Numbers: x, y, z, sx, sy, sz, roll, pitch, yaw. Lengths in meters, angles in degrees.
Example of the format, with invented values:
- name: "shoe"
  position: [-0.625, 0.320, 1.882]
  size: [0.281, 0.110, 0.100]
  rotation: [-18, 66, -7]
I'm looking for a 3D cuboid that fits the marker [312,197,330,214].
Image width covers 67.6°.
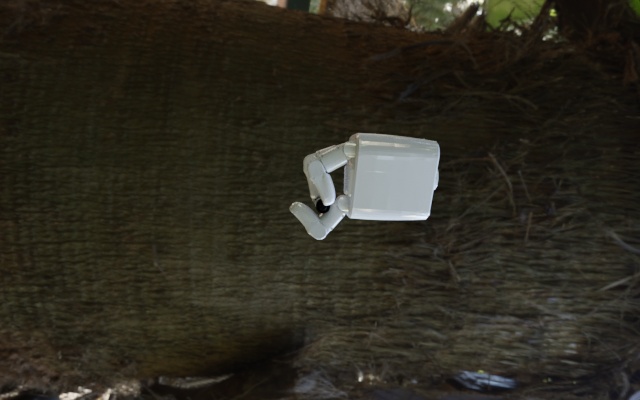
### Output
- name: "marker"
  position: [0.000, 0.002, 0.667]
  size: [0.020, 0.020, 0.121]
  rotation: [0, 6, -3]
